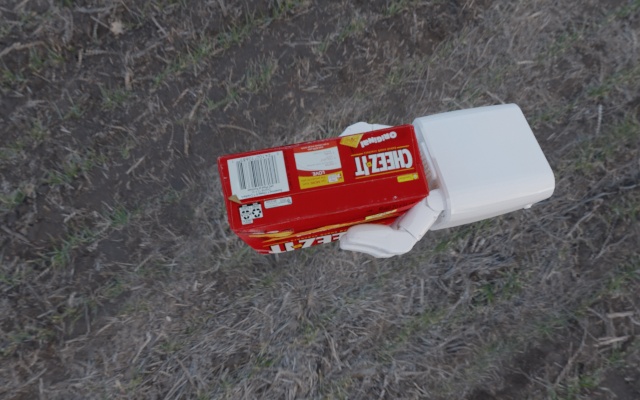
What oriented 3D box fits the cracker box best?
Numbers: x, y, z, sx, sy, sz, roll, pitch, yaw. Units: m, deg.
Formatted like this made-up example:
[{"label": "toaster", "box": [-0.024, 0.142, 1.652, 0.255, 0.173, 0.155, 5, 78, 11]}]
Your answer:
[{"label": "cracker box", "box": [0.000, 0.001, 0.481, 0.164, 0.072, 0.214, -10, -11, -4]}]
